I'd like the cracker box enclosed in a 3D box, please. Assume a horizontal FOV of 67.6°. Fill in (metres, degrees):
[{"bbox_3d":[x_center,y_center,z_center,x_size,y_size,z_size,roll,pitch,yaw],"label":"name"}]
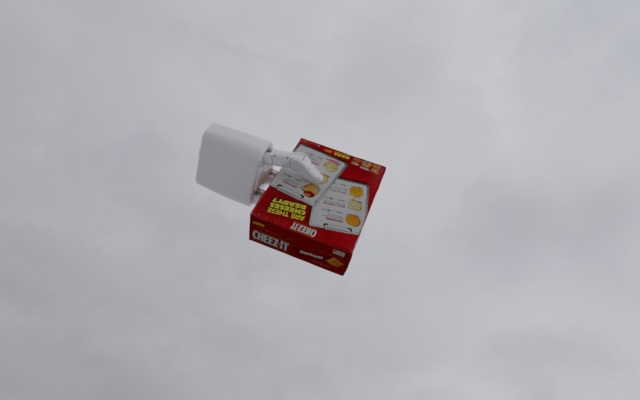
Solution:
[{"bbox_3d":[0.000,0.002,0.789,0.164,0.072,0.213,20,46,7],"label":"cracker box"}]
